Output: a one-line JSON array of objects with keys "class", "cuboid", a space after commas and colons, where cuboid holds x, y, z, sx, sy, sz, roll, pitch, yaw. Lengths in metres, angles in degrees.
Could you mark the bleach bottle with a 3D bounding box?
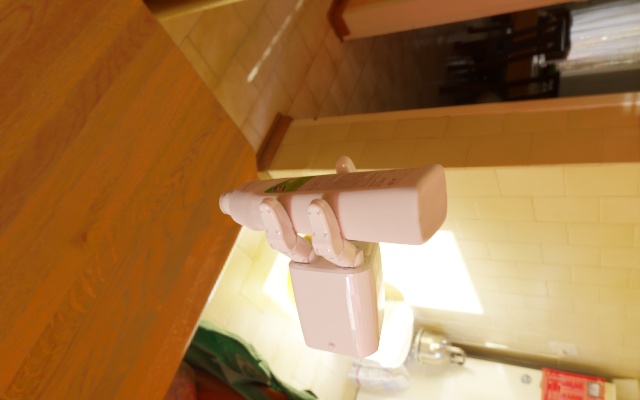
[{"class": "bleach bottle", "cuboid": [0.000, 0.002, 0.518, 0.251, 0.068, 0.102, 1, 17, 30]}]
